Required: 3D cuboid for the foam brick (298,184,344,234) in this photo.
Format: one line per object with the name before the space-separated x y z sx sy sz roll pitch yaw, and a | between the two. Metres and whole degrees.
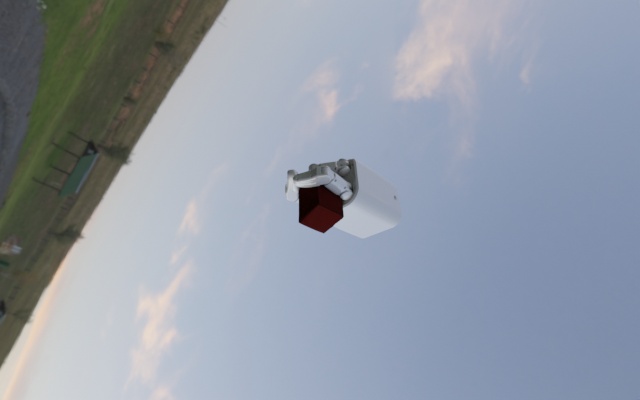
foam brick | 0.000 0.003 0.757 0.051 0.078 0.053 28 -51 -28
